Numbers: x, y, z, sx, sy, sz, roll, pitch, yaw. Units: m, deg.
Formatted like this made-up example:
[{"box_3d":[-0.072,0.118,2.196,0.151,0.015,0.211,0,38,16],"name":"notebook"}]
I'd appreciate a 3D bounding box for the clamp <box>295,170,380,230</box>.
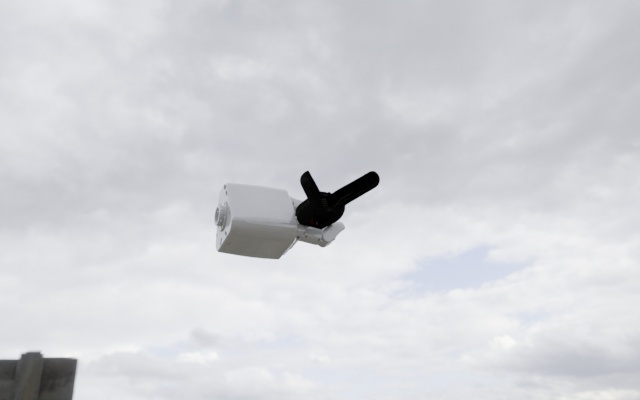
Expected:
[{"box_3d":[0.000,0.002,0.730,0.120,0.039,0.171,9,-36,-26],"name":"clamp"}]
